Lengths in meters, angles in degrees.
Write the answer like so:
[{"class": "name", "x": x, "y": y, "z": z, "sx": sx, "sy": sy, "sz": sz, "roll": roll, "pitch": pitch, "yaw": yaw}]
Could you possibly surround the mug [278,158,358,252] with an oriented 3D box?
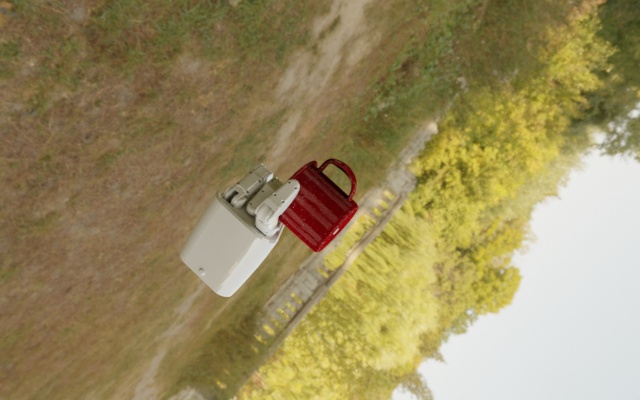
[{"class": "mug", "x": 0.001, "y": 0.001, "z": 0.596, "sx": 0.081, "sy": 0.117, "sz": 0.093, "roll": 42, "pitch": 20, "yaw": 9}]
